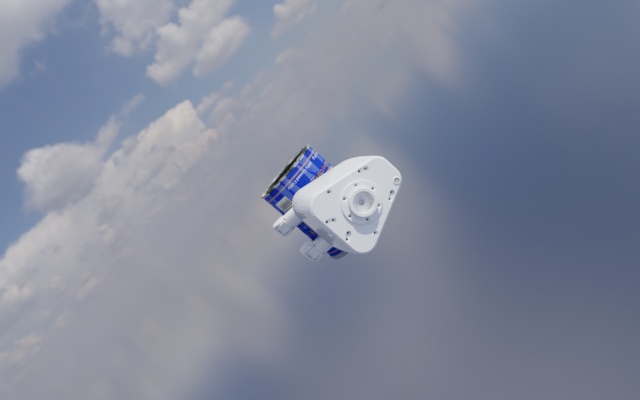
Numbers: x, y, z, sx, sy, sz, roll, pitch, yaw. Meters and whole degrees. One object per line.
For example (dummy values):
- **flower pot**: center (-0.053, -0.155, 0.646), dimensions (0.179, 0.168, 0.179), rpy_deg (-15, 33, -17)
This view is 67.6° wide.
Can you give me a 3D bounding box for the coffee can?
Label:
- **coffee can**: center (0.000, 0.002, 0.694), dimensions (0.140, 0.103, 0.103), rpy_deg (41, -9, -10)
